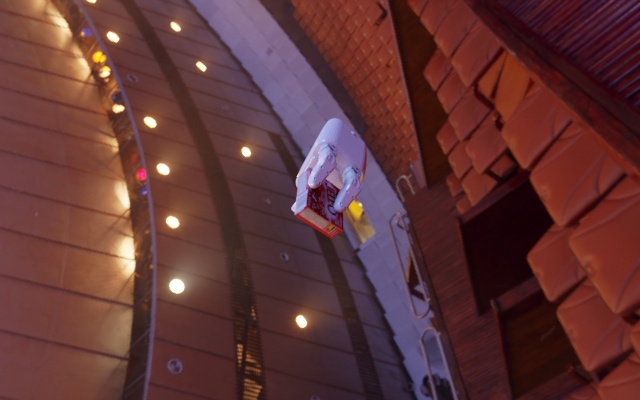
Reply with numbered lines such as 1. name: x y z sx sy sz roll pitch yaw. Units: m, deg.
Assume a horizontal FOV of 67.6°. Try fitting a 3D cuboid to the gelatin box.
1. gelatin box: 0.000 0.003 0.718 0.073 0.089 0.030 35 -54 -26
